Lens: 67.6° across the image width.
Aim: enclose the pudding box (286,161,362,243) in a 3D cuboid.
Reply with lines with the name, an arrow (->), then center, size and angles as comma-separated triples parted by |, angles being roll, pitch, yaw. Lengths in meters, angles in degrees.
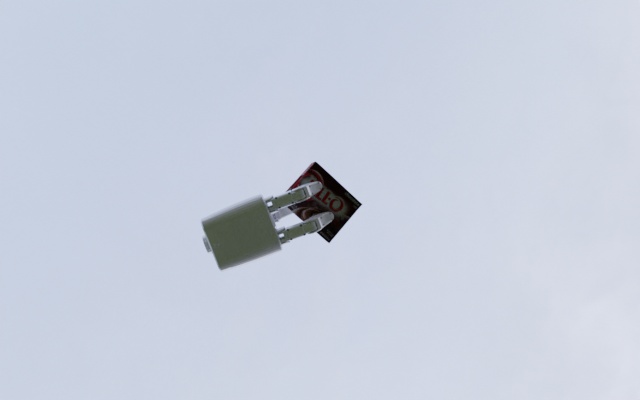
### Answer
pudding box -> 0.000, 0.003, 0.818 | 0.113, 0.090, 0.039 | 42, -5, -12
